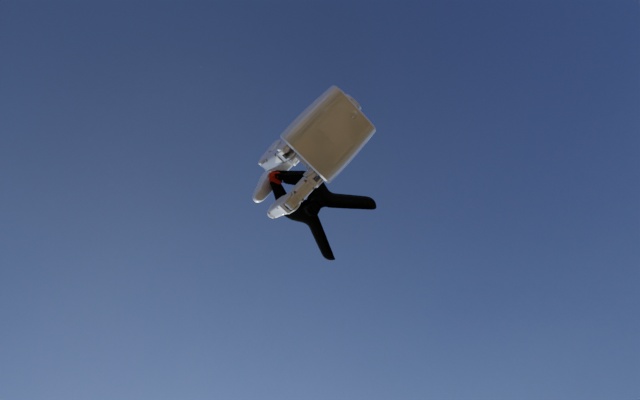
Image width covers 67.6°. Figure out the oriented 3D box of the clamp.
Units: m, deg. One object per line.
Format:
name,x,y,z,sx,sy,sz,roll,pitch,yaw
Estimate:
clamp,0.000,0.002,0.735,0.171,0.120,0.039,44,2,-21
